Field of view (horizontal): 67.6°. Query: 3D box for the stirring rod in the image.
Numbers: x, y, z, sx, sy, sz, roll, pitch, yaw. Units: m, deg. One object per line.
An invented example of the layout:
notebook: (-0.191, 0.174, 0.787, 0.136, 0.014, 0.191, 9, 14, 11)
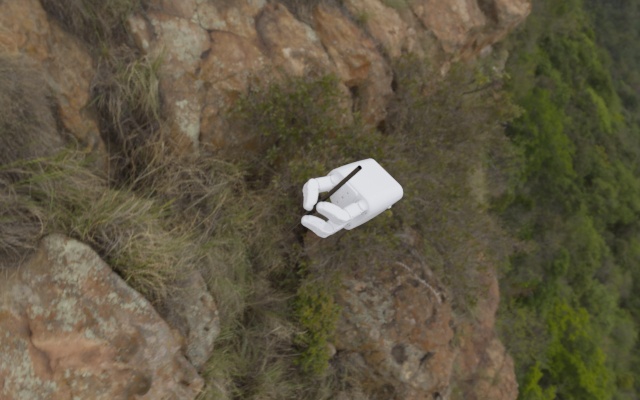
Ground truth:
stirring rod: (0.000, 0.003, 0.820, 0.011, 0.011, 0.240, 0, -26, -34)
